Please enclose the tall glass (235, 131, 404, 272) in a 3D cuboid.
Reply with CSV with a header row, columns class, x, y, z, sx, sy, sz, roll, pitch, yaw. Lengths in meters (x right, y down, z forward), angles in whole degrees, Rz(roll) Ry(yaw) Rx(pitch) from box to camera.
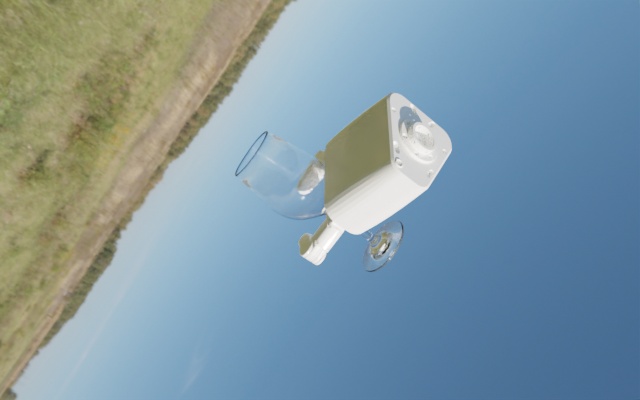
class,x,y,z,sx,sy,sz,roll,pitch,yaw
tall glass,0.001,0.002,0.561,0.201,0.079,0.079,35,-12,-17
